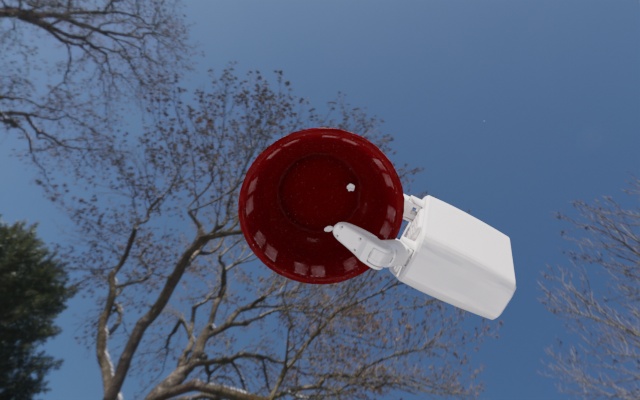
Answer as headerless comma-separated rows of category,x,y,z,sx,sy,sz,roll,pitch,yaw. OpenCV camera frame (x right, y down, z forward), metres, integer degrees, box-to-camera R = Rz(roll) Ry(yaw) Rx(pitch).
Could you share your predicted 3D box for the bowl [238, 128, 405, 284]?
bowl,-0.001,0.001,0.485,0.162,0.162,0.055,0,20,-3
